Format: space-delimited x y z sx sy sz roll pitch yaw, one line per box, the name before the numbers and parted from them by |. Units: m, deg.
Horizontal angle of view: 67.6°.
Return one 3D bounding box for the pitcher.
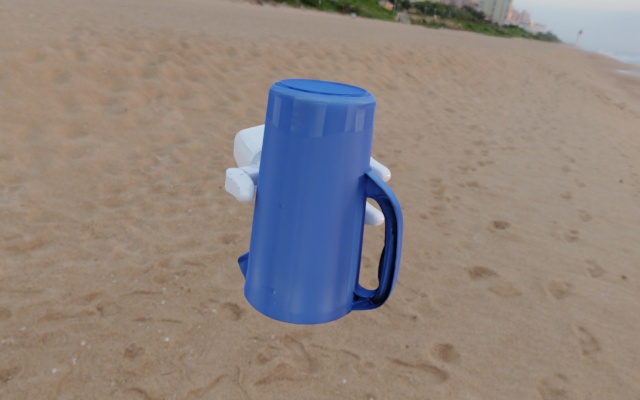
pitcher | 0.000 0.002 0.513 0.149 0.243 0.145 -2 23 -22
